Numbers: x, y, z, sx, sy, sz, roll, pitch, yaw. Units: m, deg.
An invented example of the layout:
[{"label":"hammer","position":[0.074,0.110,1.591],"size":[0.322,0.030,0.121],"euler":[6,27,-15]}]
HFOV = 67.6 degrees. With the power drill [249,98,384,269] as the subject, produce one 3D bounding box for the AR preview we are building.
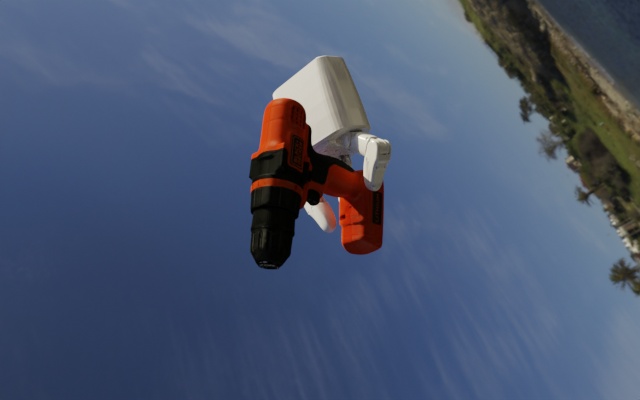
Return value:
[{"label":"power drill","position":[0.000,0.002,0.532],"size":[0.057,0.184,0.188],"euler":[-11,-27,36]}]
